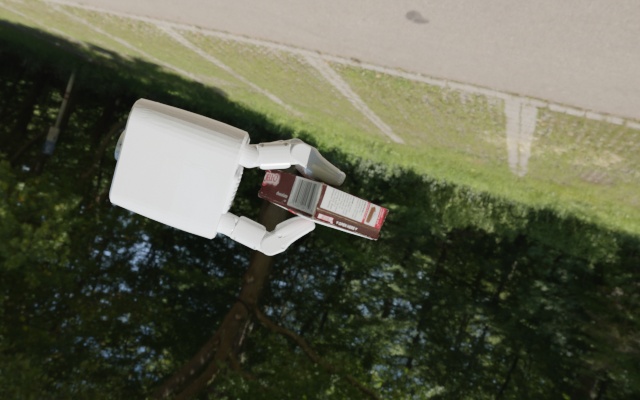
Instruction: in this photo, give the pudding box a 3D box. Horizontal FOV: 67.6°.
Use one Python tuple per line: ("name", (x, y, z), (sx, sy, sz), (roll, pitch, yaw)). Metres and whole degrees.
("pudding box", (0.000, 0.002, 0.501), (0.090, 0.039, 0.113), (19, 2, -36))
